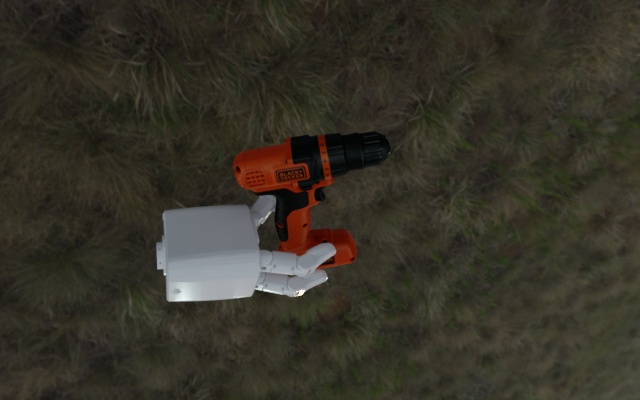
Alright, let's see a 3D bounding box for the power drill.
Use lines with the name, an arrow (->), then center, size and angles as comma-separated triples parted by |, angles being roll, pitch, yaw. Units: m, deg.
power drill -> 0.000, 0.002, 0.601 | 0.184, 0.188, 0.057 | -8, 38, 3
